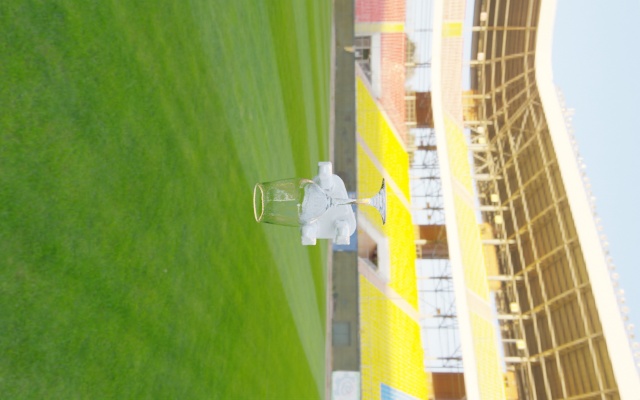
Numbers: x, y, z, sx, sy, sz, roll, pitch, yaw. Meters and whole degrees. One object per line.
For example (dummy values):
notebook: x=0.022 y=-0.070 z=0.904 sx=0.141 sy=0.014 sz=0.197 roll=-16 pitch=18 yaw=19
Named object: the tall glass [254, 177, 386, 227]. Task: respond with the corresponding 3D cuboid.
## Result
tall glass: x=0.001 y=0.002 z=0.749 sx=0.201 sy=0.079 sz=0.079 roll=0 pitch=0 yaw=3
